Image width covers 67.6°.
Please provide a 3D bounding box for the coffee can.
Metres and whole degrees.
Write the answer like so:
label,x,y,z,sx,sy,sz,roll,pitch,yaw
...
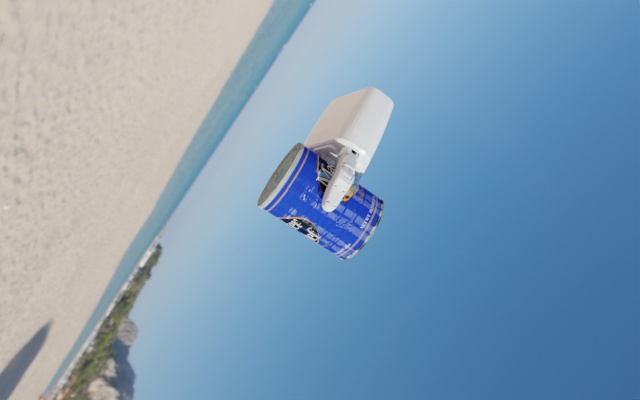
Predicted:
label,x,y,z,sx,sy,sz,roll,pitch,yaw
coffee can,0.000,0.002,0.652,0.140,0.103,0.103,34,-9,-14
